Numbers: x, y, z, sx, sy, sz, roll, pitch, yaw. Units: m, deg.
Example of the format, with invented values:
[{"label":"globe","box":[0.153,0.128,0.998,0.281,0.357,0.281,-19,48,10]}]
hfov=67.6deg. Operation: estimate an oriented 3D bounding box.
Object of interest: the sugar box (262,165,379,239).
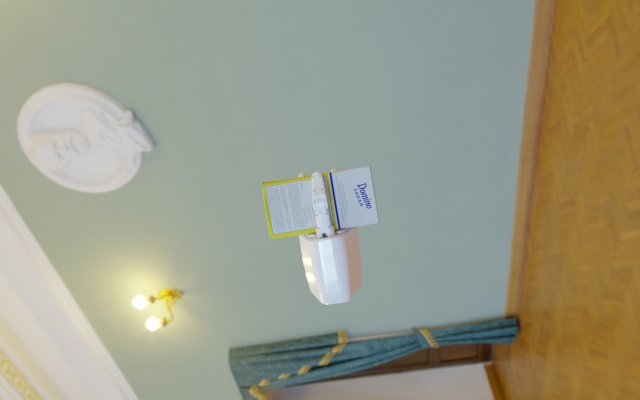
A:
[{"label":"sugar box","box":[0.000,0.003,0.767,0.176,0.093,0.048,-9,5,4]}]
